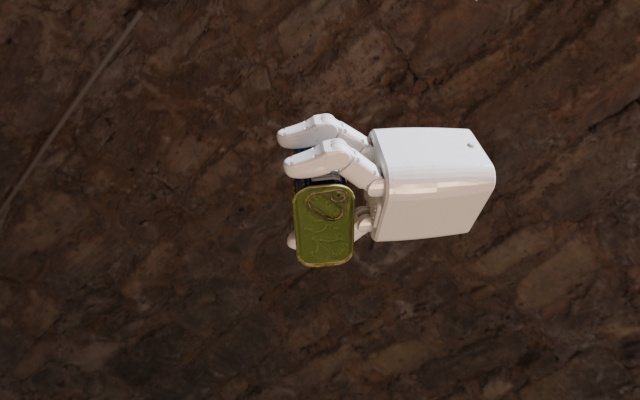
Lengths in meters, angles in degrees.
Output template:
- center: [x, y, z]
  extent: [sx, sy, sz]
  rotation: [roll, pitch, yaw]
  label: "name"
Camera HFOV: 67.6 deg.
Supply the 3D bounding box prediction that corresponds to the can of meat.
- center: [0.000, 0.001, 0.483]
  extent: [0.057, 0.102, 0.084]
  rotation: [-5, 39, -3]
  label: "can of meat"
